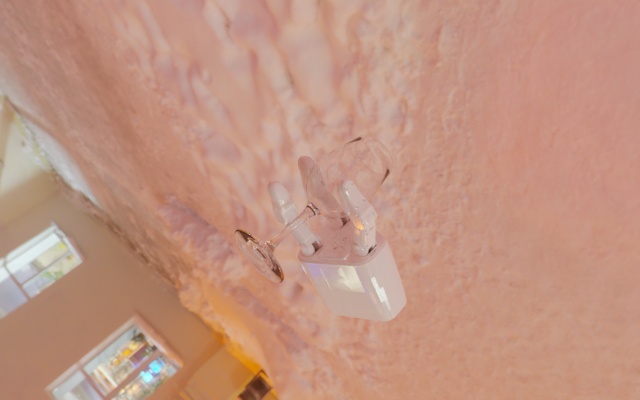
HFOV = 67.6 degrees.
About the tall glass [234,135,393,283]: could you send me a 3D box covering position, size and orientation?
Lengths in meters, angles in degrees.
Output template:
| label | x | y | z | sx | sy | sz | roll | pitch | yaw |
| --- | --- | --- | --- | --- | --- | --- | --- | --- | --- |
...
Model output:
| label | x | y | z | sx | sy | sz | roll | pitch | yaw |
| --- | --- | --- | --- | --- | --- | --- | --- | --- | --- |
| tall glass | 0.000 | 0.002 | 0.553 | 0.201 | 0.079 | 0.079 | -42 | 22 | -27 |
